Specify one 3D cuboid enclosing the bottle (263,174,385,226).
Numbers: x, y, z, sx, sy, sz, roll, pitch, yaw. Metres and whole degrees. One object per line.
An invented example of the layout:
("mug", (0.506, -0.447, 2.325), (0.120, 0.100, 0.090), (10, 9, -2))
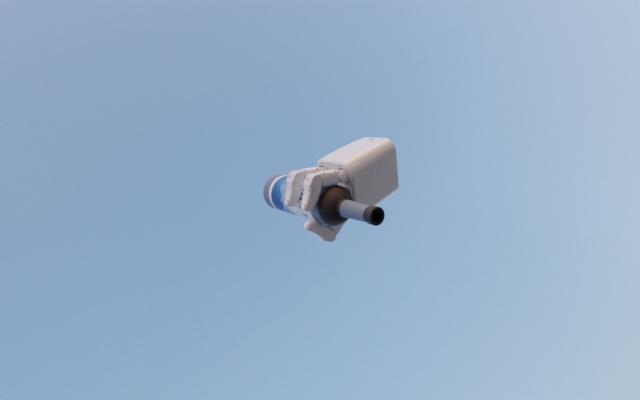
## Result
("bottle", (0.000, 0.003, 0.791), (0.069, 0.069, 0.295), (0, 8, -33))
